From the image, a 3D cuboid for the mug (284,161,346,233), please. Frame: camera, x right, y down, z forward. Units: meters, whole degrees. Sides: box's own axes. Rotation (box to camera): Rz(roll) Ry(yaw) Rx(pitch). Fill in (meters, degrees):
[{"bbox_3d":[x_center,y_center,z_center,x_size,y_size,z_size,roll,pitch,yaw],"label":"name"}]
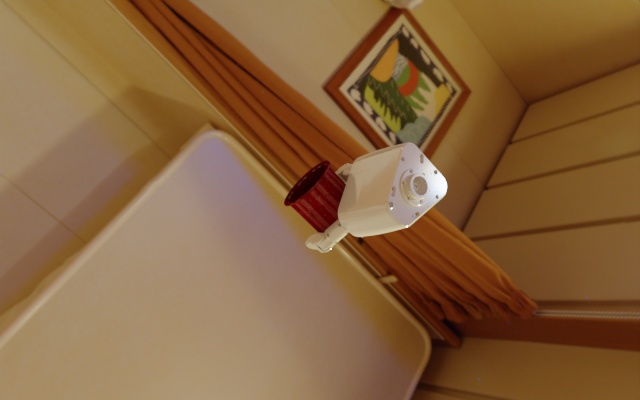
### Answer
[{"bbox_3d":[-0.001,0.003,0.730,0.081,0.093,0.117,45,-27,-16],"label":"mug"}]
